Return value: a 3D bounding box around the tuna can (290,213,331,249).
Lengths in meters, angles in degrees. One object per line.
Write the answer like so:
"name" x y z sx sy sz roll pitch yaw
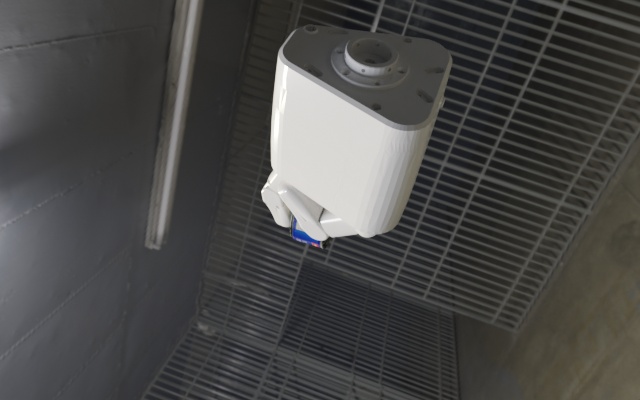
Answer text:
"tuna can" 0.000 0.001 0.463 0.034 0.086 0.086 16 2 9
